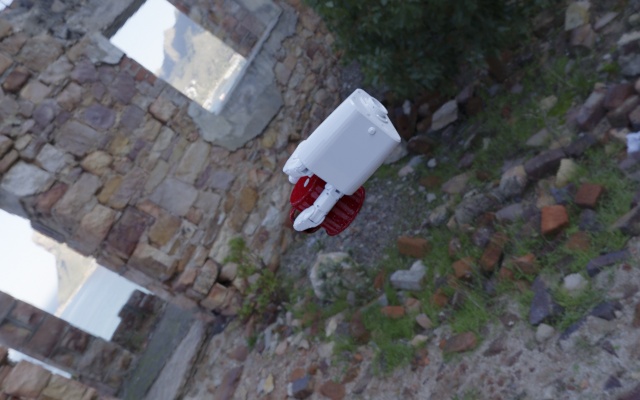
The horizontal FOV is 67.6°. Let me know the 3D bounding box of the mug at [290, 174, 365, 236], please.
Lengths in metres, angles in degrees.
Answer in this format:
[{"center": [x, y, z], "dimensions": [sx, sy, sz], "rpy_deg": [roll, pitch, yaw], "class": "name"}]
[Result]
[{"center": [-0.001, 0.003, 0.733], "dimensions": [0.081, 0.117, 0.093], "rpy_deg": [35, 24, -20], "class": "mug"}]
